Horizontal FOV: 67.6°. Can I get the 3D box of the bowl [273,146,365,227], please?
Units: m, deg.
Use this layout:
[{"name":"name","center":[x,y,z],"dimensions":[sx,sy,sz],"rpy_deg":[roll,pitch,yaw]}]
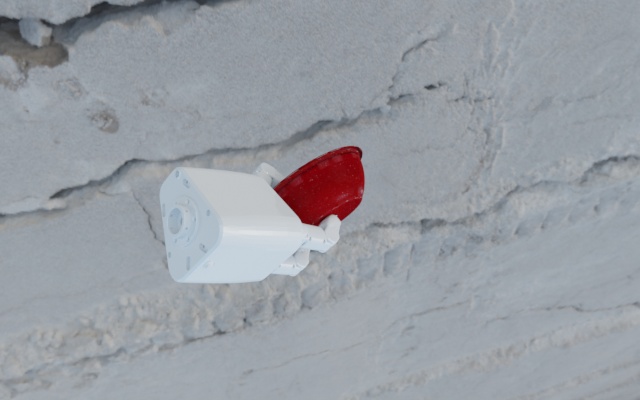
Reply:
[{"name":"bowl","center":[0.001,0.002,0.608],"dimensions":[0.162,0.055,0.162],"rpy_deg":[-32,-15,-9]}]
